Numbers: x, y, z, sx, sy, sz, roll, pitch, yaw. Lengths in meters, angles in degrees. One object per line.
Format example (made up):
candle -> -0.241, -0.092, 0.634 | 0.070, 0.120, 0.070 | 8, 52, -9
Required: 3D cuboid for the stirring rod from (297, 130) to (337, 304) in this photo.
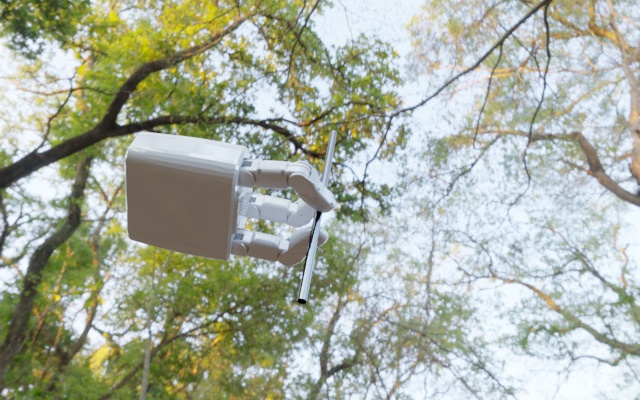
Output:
stirring rod -> 0.000, 0.002, 0.481 | 0.011, 0.011, 0.239 | 0, 43, 10
